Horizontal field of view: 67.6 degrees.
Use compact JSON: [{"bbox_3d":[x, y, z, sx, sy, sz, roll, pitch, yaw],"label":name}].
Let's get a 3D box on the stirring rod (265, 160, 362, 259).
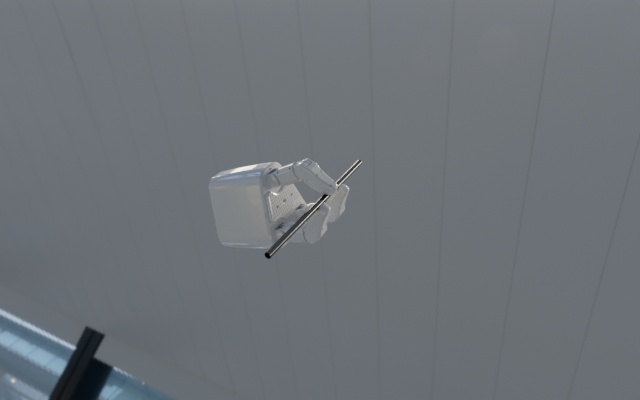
[{"bbox_3d":[0.000,0.002,0.599,0.011,0.011,0.239,0,28,32],"label":"stirring rod"}]
